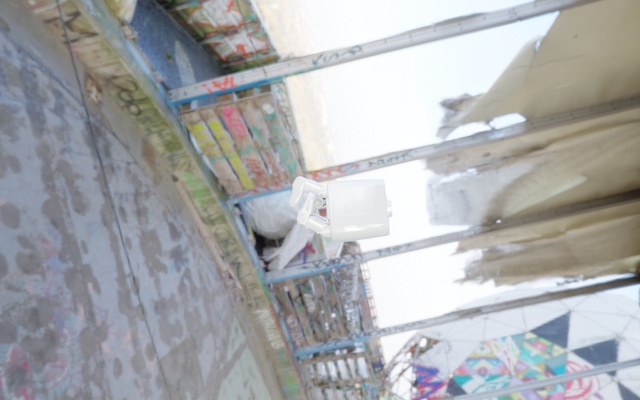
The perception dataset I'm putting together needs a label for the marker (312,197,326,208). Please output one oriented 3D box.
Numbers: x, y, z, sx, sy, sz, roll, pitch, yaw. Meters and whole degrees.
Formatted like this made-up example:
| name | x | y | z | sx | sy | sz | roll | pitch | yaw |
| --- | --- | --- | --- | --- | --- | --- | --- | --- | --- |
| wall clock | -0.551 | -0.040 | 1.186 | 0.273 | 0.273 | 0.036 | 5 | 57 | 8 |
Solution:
| name | x | y | z | sx | sy | sz | roll | pitch | yaw |
| --- | --- | --- | --- | --- | --- | --- | --- | --- | --- |
| marker | 0.000 | 0.003 | 0.852 | 0.020 | 0.020 | 0.121 | 0 | 1 | 4 |
